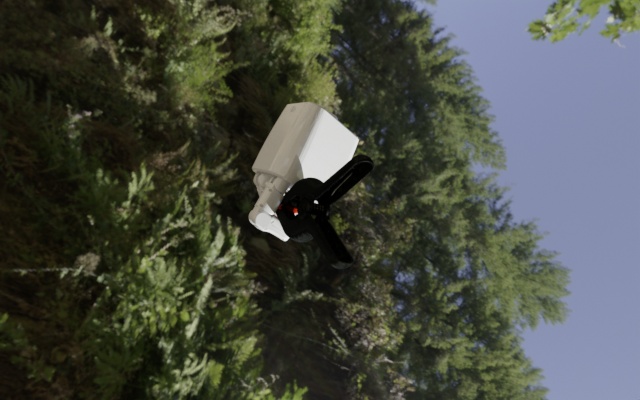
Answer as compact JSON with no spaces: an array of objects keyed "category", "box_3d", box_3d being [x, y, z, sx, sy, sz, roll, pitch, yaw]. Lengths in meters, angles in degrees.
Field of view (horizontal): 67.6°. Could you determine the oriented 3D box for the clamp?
[{"category":"clamp","box_3d":[0.000,0.002,0.550,0.039,0.120,0.171,25,-5,-33]}]
